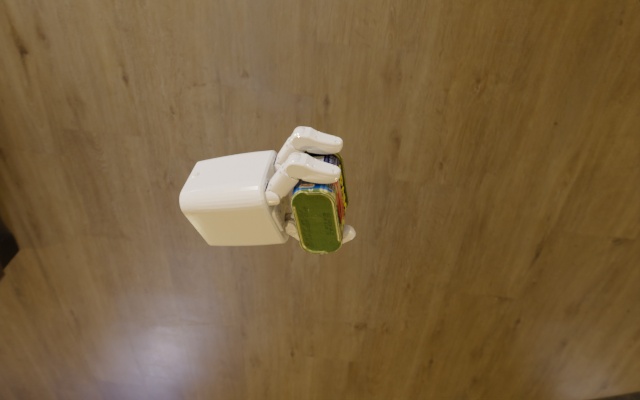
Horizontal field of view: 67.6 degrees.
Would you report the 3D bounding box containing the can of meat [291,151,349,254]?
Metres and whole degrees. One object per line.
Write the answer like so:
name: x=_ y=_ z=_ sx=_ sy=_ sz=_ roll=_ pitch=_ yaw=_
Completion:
can of meat: x=0.000 y=0.002 z=0.579 sx=0.057 sy=0.102 sz=0.084 roll=-3 pitch=38 yaw=10
